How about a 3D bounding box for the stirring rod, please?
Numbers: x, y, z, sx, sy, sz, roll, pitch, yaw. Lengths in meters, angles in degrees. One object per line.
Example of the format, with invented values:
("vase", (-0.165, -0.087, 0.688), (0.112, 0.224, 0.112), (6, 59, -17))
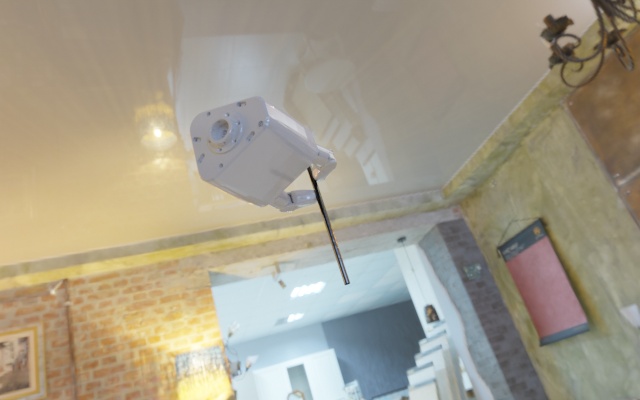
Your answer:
("stirring rod", (0.000, 0.002, 0.657), (0.011, 0.239, 0.011), (-15, -24, -7))
